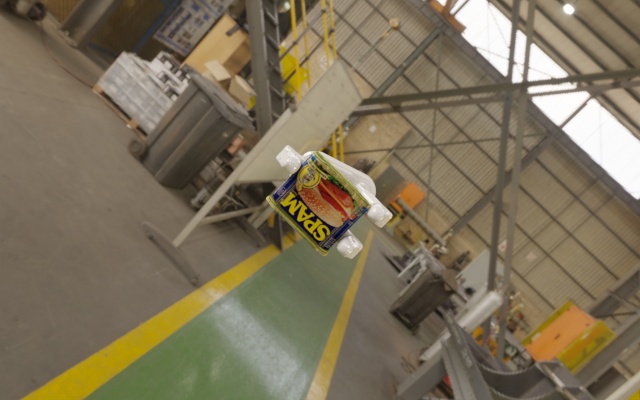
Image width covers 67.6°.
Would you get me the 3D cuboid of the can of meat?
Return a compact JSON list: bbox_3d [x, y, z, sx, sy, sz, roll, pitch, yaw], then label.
[{"bbox_3d":[0.000,0.002,0.587,0.102,0.084,0.057,45,8,2],"label":"can of meat"}]
